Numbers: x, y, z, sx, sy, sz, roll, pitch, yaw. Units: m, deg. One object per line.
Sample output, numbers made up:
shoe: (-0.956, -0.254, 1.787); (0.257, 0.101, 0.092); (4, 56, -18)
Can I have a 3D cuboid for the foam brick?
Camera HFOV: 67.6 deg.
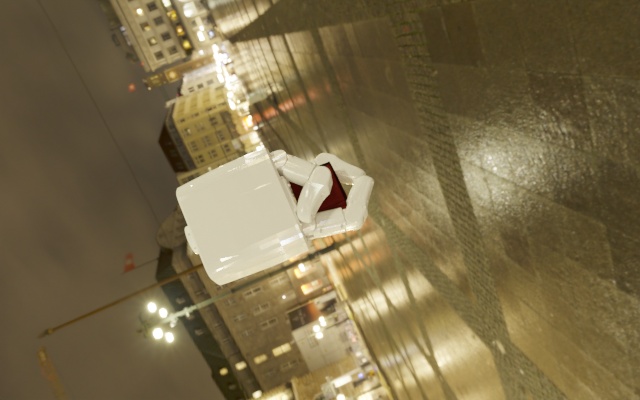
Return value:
foam brick: (0.000, 0.002, 0.545); (0.051, 0.053, 0.078); (-23, -24, -4)
